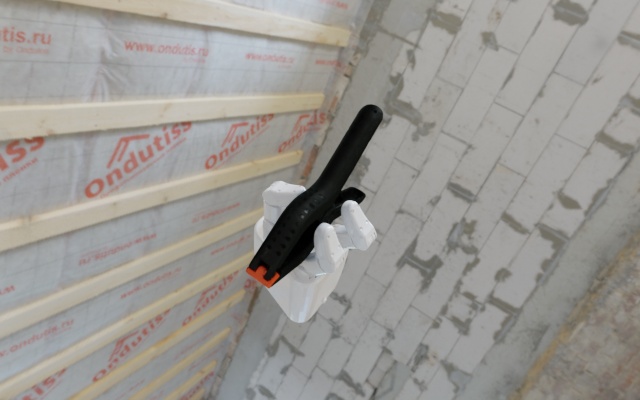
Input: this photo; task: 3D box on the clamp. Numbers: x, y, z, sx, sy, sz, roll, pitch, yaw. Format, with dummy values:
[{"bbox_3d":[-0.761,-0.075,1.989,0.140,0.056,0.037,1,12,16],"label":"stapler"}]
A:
[{"bbox_3d":[-0.001,0.002,0.507,0.036,0.165,0.210,31,53,18],"label":"clamp"}]
